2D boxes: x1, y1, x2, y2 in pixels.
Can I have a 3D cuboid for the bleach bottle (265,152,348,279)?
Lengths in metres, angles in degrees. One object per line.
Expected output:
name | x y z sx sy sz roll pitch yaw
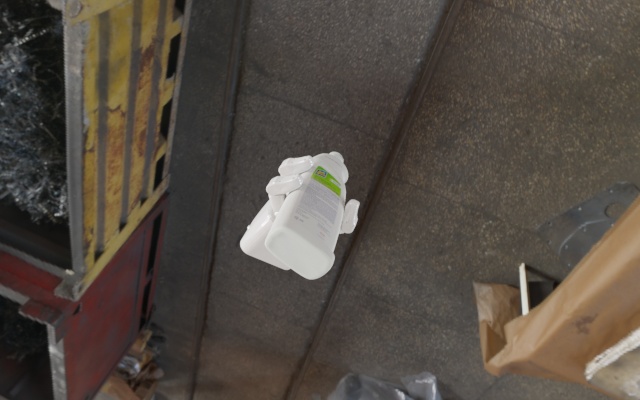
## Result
bleach bottle | 0.000 0.002 0.760 0.068 0.102 0.250 -45 13 38
